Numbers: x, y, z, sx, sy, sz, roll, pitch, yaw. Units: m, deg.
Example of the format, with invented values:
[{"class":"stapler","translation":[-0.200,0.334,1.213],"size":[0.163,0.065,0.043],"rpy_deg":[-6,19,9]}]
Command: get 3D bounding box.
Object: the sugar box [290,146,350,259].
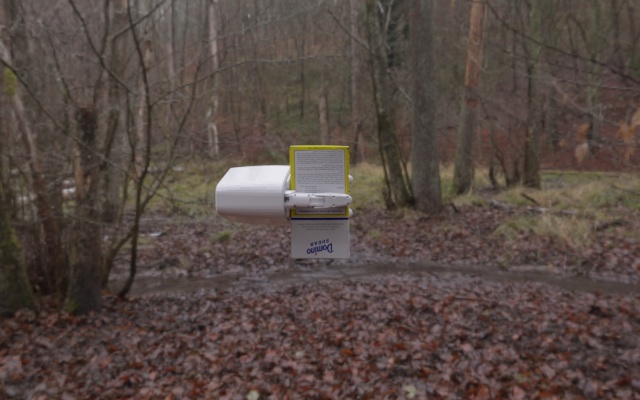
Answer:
[{"class":"sugar box","translation":[0.000,0.002,0.753],"size":[0.093,0.176,0.048],"rpy_deg":[0,6,5]}]
